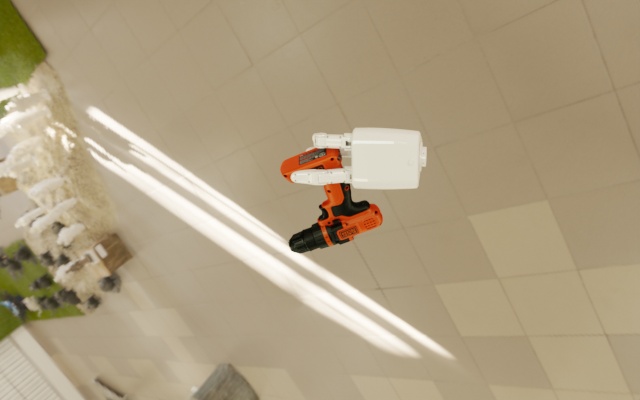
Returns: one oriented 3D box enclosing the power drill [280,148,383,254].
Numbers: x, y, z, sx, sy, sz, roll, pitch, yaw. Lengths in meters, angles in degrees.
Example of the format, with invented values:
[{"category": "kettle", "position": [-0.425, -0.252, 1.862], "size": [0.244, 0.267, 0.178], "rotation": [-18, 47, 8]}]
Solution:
[{"category": "power drill", "position": [0.000, 0.002, 0.853], "size": [0.184, 0.188, 0.057], "rotation": [-22, 32, 8]}]
